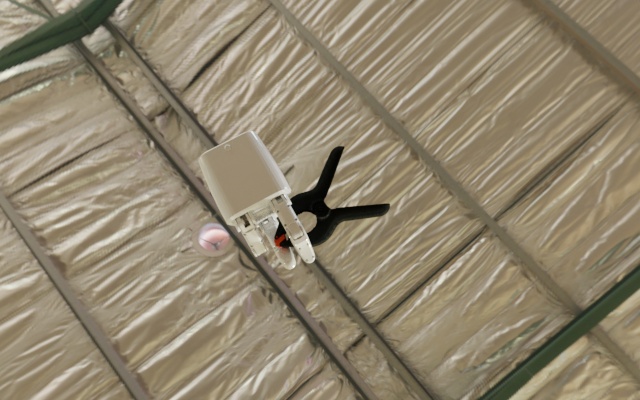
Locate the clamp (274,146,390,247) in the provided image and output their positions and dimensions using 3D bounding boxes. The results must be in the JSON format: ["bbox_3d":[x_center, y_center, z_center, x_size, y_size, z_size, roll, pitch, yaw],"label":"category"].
[{"bbox_3d":[0.000,0.003,0.686,0.171,0.120,0.039,-28,-14,-7],"label":"clamp"}]
